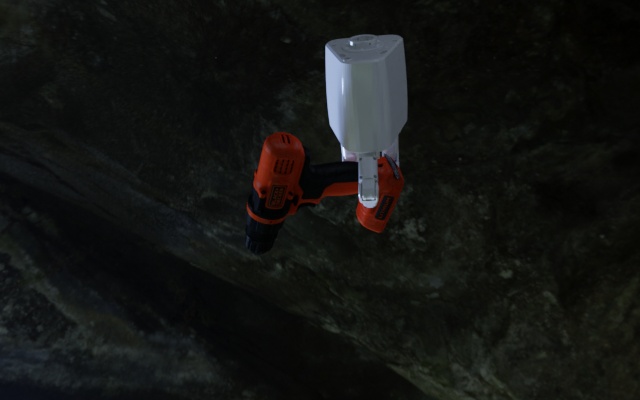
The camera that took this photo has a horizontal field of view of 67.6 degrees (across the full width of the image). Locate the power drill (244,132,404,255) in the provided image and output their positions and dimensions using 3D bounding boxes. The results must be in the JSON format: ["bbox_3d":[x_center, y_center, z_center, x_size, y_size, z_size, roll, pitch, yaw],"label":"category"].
[{"bbox_3d":[0.001,0.002,0.616,0.187,0.185,0.057,1,43,-21],"label":"power drill"}]
